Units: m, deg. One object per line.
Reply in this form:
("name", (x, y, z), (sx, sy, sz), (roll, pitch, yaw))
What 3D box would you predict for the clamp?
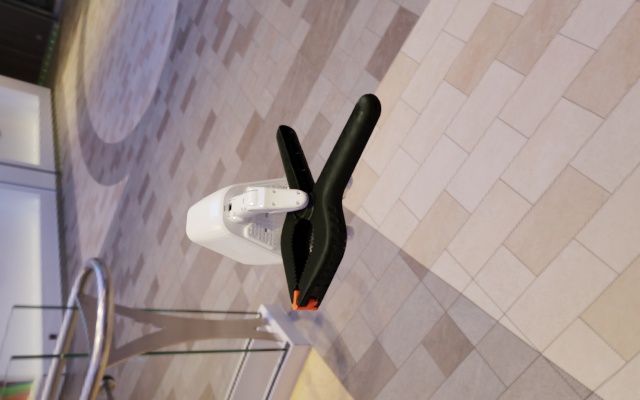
("clamp", (-0.001, 0.002, 0.473), (0.036, 0.210, 0.164), (10, -16, -33))
